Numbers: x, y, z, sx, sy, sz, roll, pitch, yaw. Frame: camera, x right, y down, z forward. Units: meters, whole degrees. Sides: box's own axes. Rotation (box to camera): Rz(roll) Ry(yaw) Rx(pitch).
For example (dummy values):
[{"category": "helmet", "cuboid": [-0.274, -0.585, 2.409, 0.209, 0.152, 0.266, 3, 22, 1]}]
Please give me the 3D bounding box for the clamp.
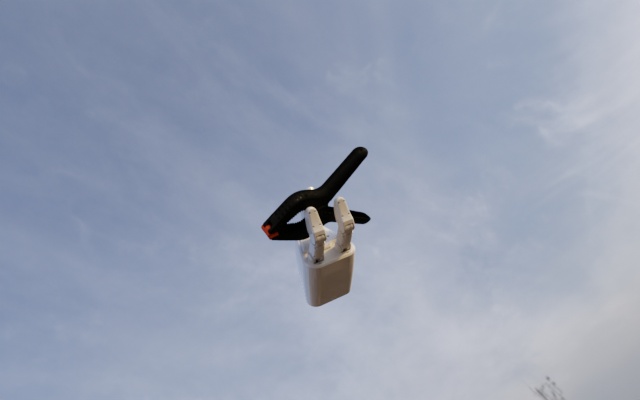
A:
[{"category": "clamp", "cuboid": [-0.001, 0.003, 0.799, 0.210, 0.165, 0.036, -20, 40, -24]}]
